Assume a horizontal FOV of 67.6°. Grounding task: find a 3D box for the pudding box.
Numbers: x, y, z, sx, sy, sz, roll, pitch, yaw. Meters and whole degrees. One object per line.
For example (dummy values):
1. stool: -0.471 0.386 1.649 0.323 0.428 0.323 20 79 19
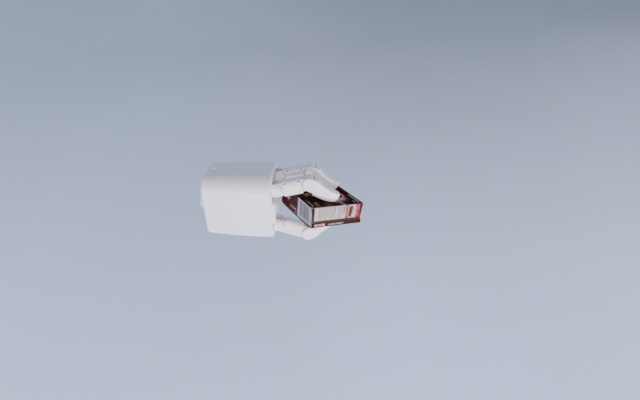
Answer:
1. pudding box: 0.000 0.003 0.758 0.090 0.039 0.113 -6 26 -27
